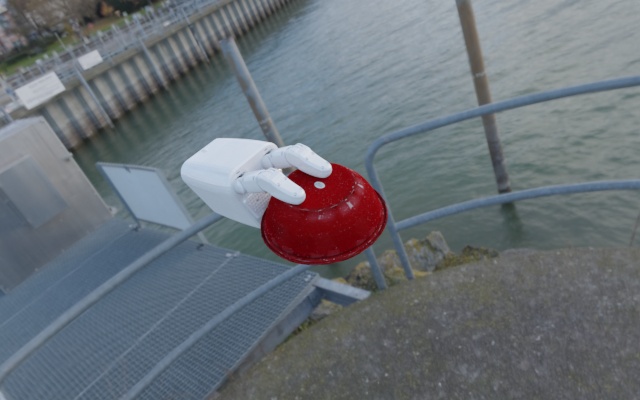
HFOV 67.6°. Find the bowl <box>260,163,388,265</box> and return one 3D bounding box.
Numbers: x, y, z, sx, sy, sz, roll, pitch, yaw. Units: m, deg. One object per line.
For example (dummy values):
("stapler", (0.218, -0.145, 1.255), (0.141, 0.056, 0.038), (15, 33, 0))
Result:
("bowl", (0.001, 0.002, 0.586), (0.162, 0.055, 0.162), (-6, 40, 5))
